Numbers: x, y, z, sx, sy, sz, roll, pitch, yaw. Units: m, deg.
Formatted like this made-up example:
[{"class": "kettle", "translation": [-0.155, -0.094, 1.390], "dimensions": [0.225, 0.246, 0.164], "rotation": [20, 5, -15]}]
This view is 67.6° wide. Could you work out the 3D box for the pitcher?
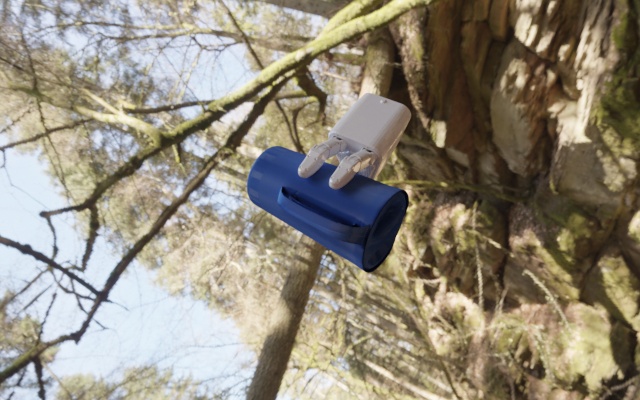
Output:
[{"class": "pitcher", "translation": [0.000, 0.002, 0.741], "dimensions": [0.243, 0.145, 0.149], "rotation": [25, -28, 26]}]
